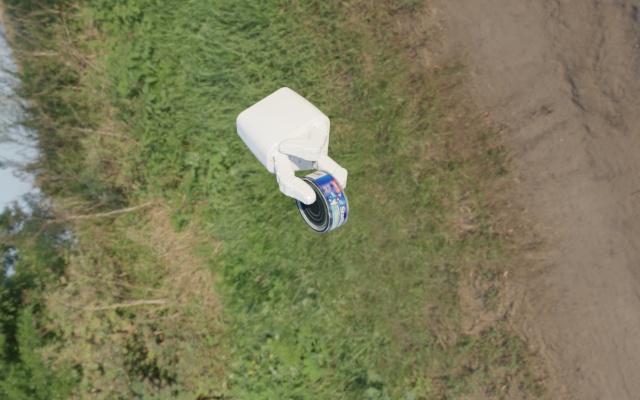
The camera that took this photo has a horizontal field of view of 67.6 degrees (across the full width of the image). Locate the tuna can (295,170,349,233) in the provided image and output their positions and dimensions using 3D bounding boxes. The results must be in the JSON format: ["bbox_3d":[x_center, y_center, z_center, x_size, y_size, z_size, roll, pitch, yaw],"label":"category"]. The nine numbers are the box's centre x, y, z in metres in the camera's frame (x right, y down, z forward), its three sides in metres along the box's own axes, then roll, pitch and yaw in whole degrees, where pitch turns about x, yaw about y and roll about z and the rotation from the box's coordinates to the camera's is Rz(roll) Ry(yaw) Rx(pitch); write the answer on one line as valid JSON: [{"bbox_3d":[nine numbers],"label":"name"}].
[{"bbox_3d":[0.000,0.002,0.675,0.033,0.086,0.086,-24,13,-31],"label":"tuna can"}]
